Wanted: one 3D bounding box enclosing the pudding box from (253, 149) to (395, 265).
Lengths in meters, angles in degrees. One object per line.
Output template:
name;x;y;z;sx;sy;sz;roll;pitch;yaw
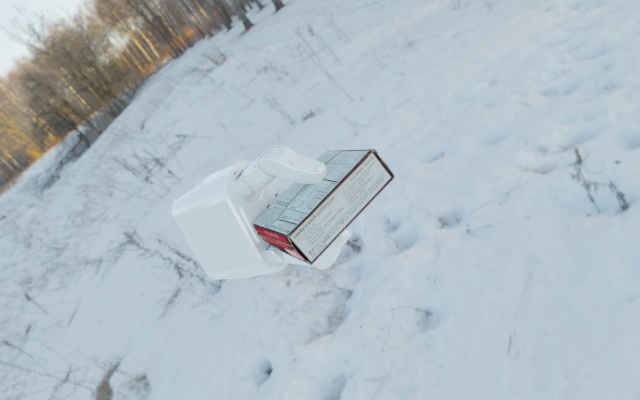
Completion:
pudding box;0.000;0.001;0.439;0.039;0.113;0.090;49;-16;-22
